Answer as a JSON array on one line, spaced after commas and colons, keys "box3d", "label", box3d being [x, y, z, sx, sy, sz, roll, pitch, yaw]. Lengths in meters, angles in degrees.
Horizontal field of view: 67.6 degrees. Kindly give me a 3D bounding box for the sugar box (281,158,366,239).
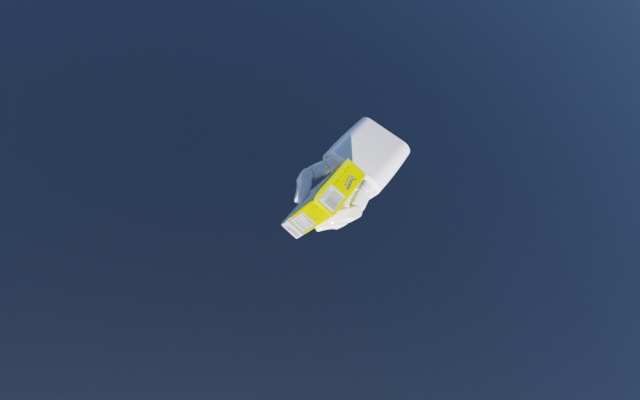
[{"box3d": [0.001, 0.003, 0.785, 0.048, 0.093, 0.176, 42, -24, -3], "label": "sugar box"}]
